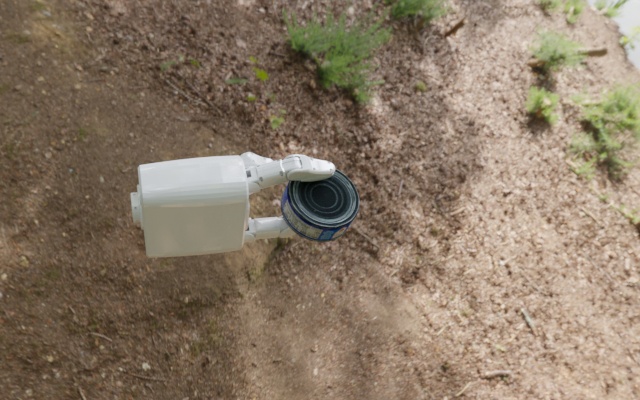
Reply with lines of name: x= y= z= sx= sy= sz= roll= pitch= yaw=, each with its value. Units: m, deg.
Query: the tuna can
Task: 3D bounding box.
tuna can: x=0.000 y=0.001 z=0.541 sx=0.086 sy=0.086 sz=0.034 roll=0 pitch=-31 yaw=-20
